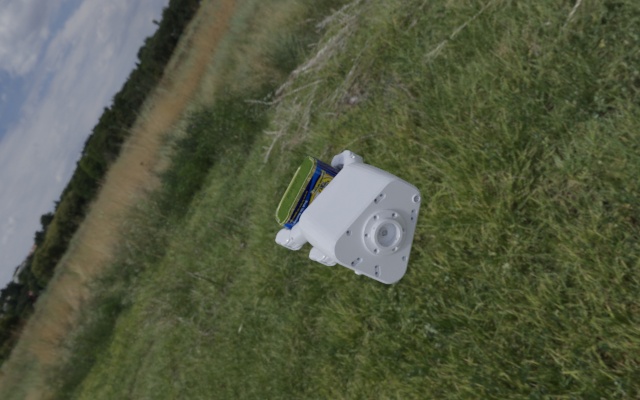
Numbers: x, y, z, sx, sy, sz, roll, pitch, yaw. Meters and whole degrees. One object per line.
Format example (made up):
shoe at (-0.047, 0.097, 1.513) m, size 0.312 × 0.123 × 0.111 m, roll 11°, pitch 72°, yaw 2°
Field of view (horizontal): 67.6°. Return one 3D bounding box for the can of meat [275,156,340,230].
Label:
can of meat at (0.000, 0.002, 0.630) m, size 0.084 × 0.102 × 0.057 m, roll 26°, pitch 6°, yaw -22°
